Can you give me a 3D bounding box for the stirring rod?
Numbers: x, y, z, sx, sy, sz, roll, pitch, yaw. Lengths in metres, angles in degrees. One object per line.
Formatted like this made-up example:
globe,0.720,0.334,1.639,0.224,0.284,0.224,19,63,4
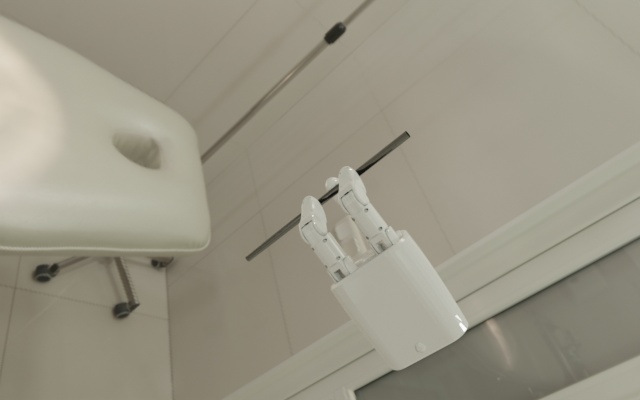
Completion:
stirring rod,0.000,0.002,0.523,0.239,0.011,0.011,-38,-17,24
